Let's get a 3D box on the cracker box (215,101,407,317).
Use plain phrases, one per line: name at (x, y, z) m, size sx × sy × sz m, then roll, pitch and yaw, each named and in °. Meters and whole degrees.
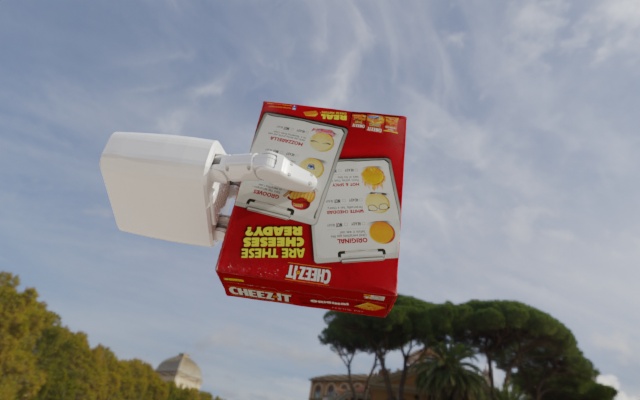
cracker box at (0.000, 0.001, 0.499) m, size 0.164 × 0.213 × 0.072 m, roll 7°, pitch -32°, yaw 4°
